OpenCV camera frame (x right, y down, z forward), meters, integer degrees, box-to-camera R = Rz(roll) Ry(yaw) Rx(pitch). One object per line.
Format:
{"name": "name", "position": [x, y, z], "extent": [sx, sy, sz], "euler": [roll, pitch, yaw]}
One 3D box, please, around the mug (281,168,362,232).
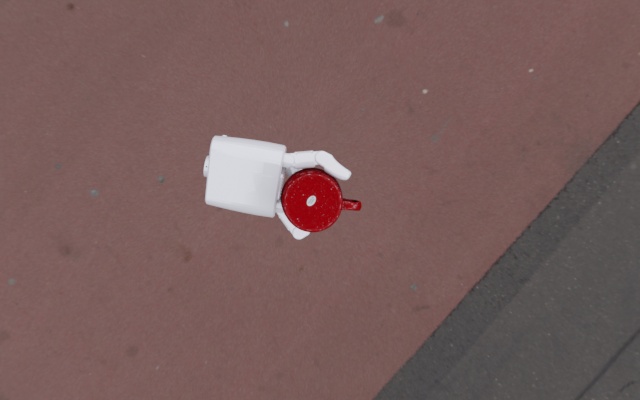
{"name": "mug", "position": [0.002, 0.003, 0.676], "extent": [0.117, 0.093, 0.081], "euler": [9, 4, -3]}
